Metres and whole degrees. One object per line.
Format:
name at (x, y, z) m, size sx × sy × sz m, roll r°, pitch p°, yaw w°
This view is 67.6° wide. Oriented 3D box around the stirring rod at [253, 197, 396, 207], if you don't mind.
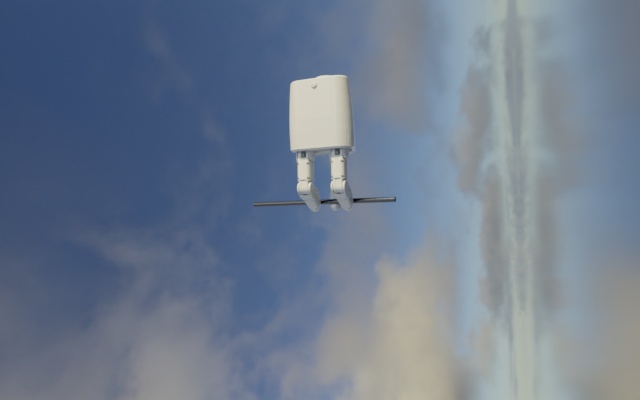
stirring rod at (0.000, 0.002, 0.756) m, size 0.239 × 0.011 × 0.011 m, roll -2°, pitch -1°, yaw 23°
